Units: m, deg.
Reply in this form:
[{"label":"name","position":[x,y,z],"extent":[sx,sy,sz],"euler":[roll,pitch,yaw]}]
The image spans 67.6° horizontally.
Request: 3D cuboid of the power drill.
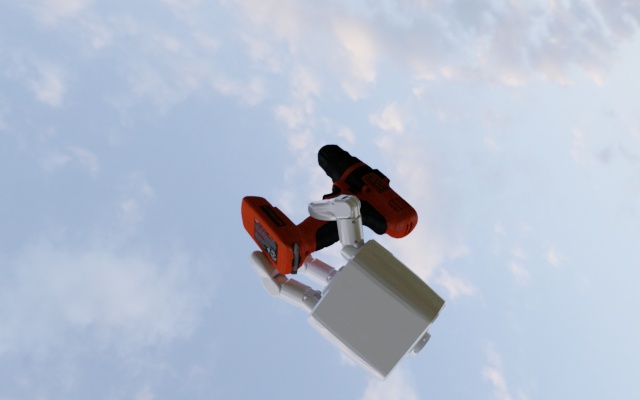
[{"label":"power drill","position":[0.000,0.002,0.596],"extent":[0.187,0.057,0.184],"euler":[-22,47,-27]}]
